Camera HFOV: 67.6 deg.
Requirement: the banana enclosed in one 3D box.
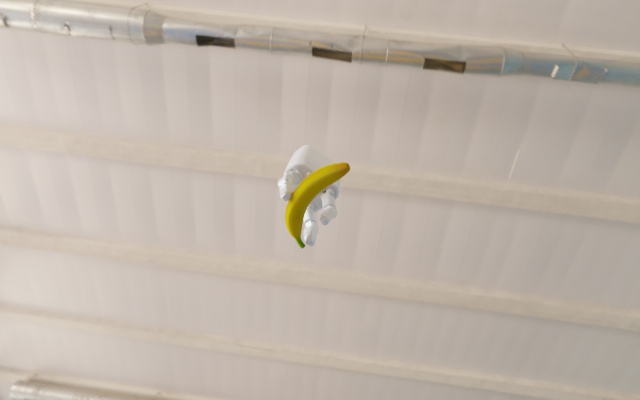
[{"bbox_3d":[-0.018,-0.003,0.876,0.069,0.198,0.037,27,29,-5],"label":"banana"}]
